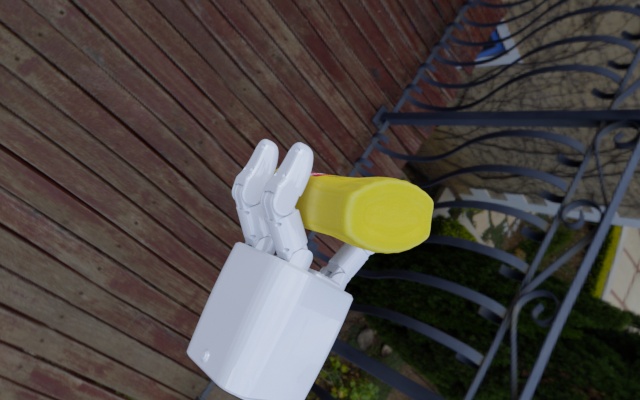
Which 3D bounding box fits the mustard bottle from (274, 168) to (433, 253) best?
[{"bbox_3d":[0.000,0.001,0.434,0.096,0.058,0.191,3,5,-37],"label":"mustard bottle"}]
